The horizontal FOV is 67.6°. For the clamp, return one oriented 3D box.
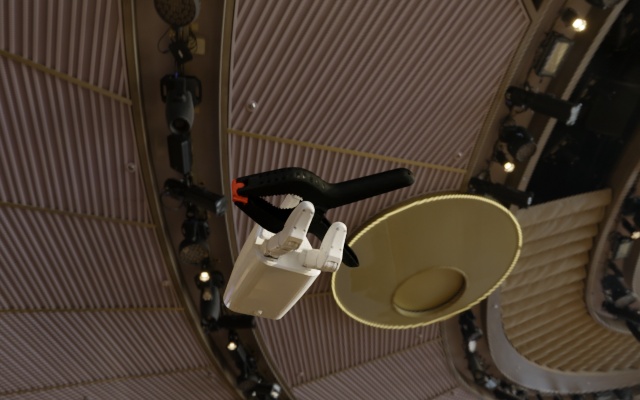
[{"bbox_3d":[-0.001,0.001,0.573,0.210,0.165,0.036,19,33,-26],"label":"clamp"}]
